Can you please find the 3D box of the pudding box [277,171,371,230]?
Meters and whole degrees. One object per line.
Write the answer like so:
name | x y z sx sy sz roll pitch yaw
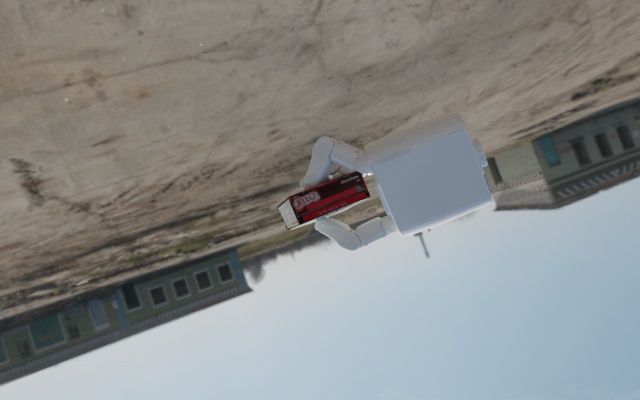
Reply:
pudding box | 0.000 0.002 0.576 0.090 0.039 0.113 -20 -4 -13
